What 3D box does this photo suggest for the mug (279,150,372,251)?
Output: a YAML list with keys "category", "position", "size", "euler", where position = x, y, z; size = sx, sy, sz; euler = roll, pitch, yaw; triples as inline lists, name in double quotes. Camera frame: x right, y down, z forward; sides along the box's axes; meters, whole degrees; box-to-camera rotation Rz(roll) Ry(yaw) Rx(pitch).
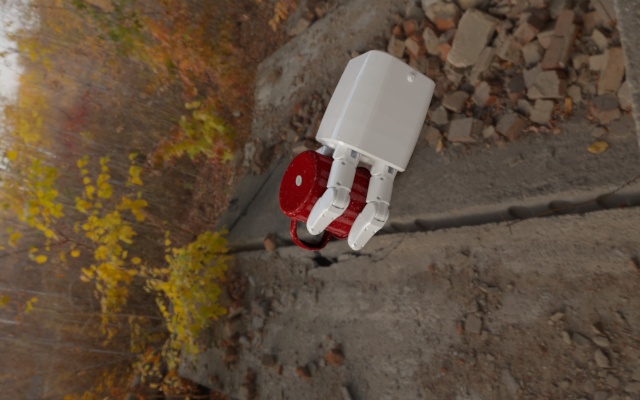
- category: "mug"
  position: [-0.001, 0.003, 0.564]
  size: [0.081, 0.117, 0.093]
  euler: [20, 2, -31]
